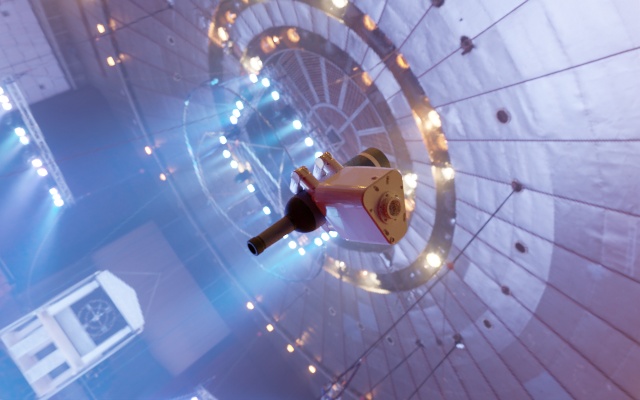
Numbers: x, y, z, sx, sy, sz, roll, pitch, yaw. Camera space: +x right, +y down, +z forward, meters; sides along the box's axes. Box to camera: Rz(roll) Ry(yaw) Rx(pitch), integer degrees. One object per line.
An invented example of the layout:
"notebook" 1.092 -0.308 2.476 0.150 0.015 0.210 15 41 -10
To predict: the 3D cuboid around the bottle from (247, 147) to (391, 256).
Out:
"bottle" 0.000 0.002 0.795 0.295 0.069 0.069 -34 20 -32
